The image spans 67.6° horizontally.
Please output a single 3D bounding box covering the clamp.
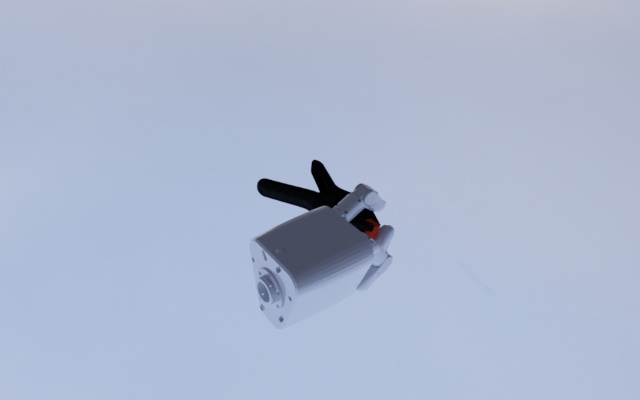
[{"bbox_3d":[0.000,0.003,0.634,0.120,0.039,0.171,-22,44,-33],"label":"clamp"}]
